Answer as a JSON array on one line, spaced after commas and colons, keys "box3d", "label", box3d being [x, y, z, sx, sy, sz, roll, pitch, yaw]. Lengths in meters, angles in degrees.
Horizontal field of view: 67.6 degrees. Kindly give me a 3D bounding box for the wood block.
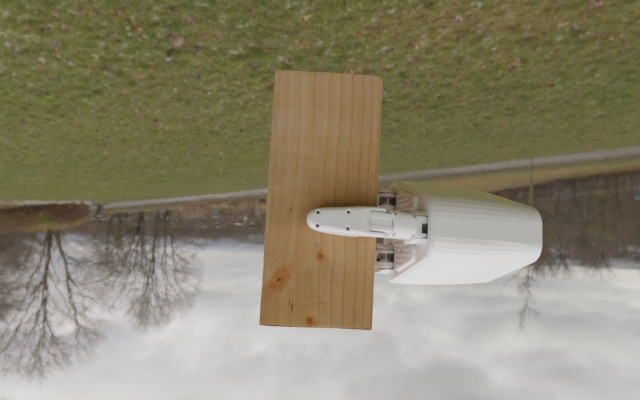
[{"box3d": [0.000, 0.002, 0.422, 0.090, 0.206, 0.091, 3, -7, -2], "label": "wood block"}]
